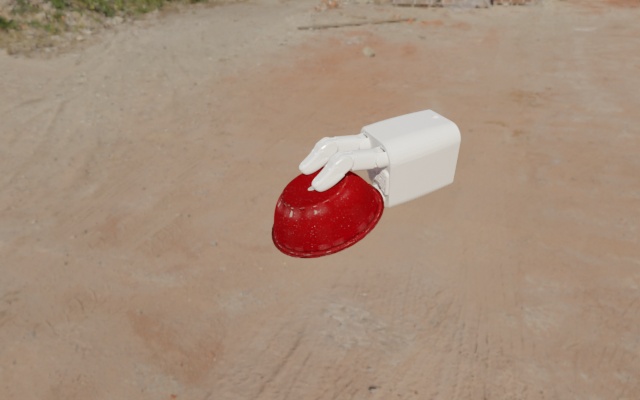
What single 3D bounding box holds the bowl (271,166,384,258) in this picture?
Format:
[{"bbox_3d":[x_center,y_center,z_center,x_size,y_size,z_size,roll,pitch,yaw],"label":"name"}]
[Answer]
[{"bbox_3d":[-0.001,0.002,0.635,0.162,0.055,0.162,-16,33,11],"label":"bowl"}]
